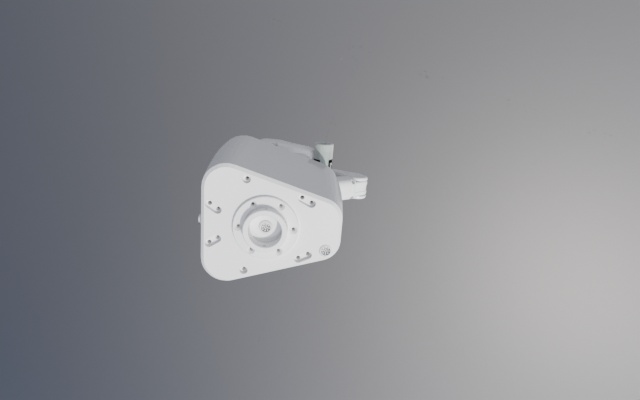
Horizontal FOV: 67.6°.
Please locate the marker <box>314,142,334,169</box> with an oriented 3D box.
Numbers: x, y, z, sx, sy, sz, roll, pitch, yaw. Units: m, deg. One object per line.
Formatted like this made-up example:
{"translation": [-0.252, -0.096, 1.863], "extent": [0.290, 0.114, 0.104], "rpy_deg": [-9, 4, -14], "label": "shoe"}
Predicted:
{"translation": [0.000, 0.002, 0.486], "extent": [0.020, 0.121, 0.020], "rpy_deg": [3, 16, -1], "label": "marker"}
